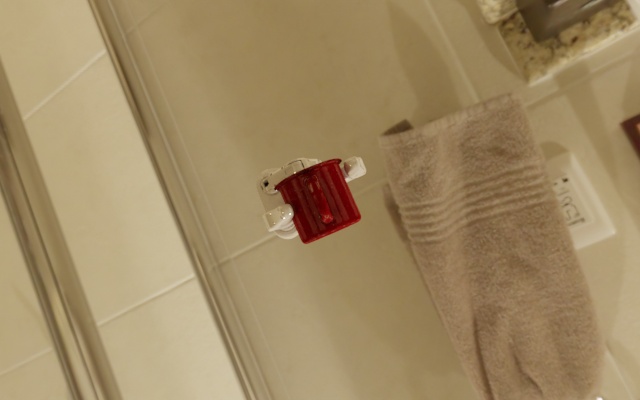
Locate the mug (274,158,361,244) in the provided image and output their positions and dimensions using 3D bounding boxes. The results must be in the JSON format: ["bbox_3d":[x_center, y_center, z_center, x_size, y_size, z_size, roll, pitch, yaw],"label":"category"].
[{"bbox_3d":[0.000,0.002,0.588,0.093,0.081,0.117,-23,-6,-4],"label":"mug"}]
